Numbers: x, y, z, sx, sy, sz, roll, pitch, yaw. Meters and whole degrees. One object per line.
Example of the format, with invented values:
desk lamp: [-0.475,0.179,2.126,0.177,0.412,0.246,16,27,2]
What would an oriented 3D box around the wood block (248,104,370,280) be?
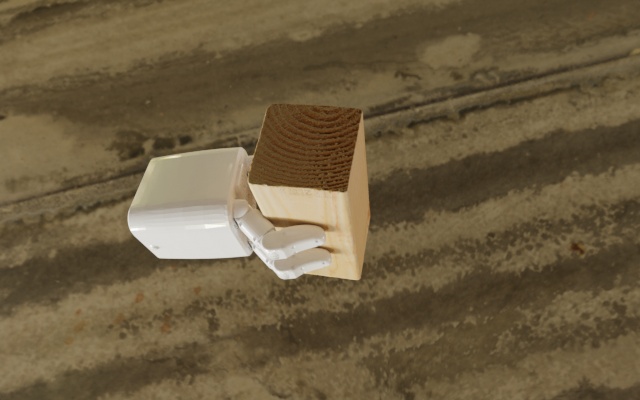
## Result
wood block: [0.000,0.001,0.503,0.090,0.090,0.206,5,-28,11]
